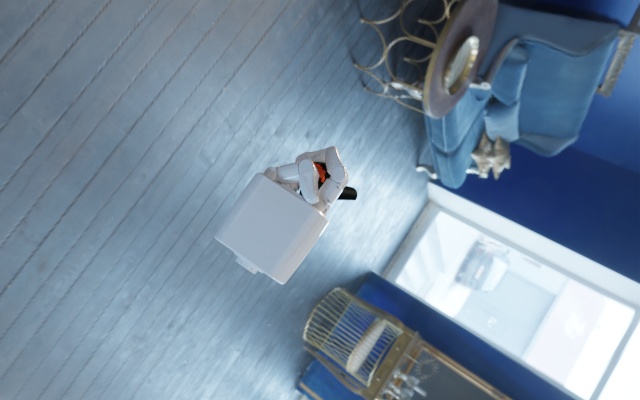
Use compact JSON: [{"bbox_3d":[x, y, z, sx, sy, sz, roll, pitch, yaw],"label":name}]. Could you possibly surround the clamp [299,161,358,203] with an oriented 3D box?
[{"bbox_3d":[0.001,0.003,0.724,0.039,0.120,0.171,31,-9,26],"label":"clamp"}]
